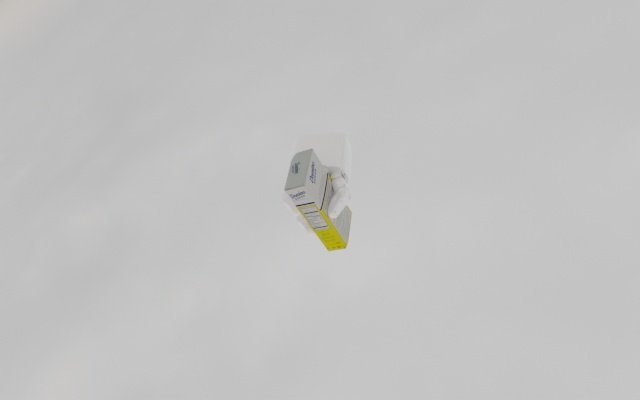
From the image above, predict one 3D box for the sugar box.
[{"bbox_3d":[0.000,0.003,0.854,0.048,0.093,0.176,-14,-48,25],"label":"sugar box"}]
